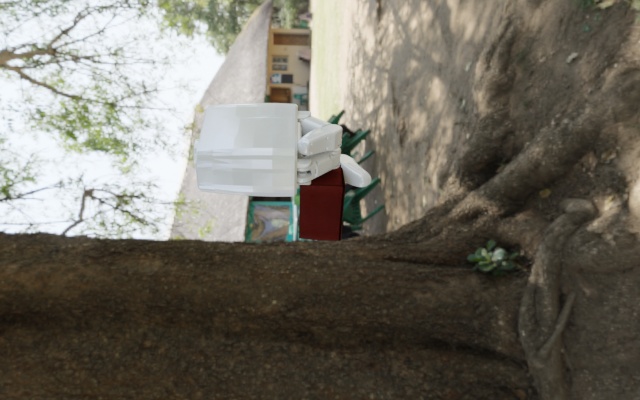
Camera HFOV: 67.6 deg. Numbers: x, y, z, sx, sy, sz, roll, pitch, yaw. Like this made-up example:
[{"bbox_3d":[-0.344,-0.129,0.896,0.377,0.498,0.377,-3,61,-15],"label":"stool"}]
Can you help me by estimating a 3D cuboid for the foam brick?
[{"bbox_3d":[0.000,0.002,0.570,0.051,0.078,0.053,1,31,-3],"label":"foam brick"}]
